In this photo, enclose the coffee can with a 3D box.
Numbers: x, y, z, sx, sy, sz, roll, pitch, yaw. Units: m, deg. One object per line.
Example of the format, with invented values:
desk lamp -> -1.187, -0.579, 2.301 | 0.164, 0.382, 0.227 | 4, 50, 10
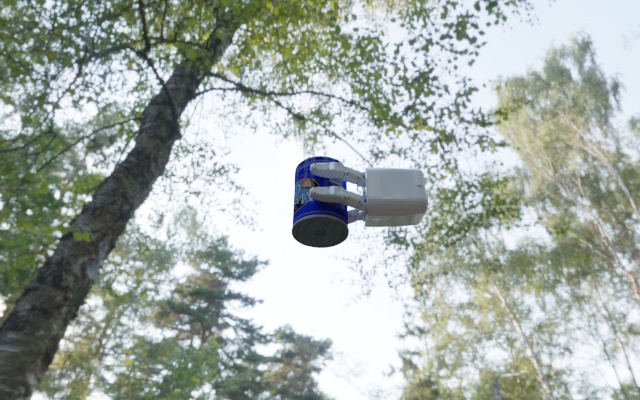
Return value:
coffee can -> 0.000, 0.003, 0.886 | 0.103, 0.140, 0.103 | 0, -36, 0
